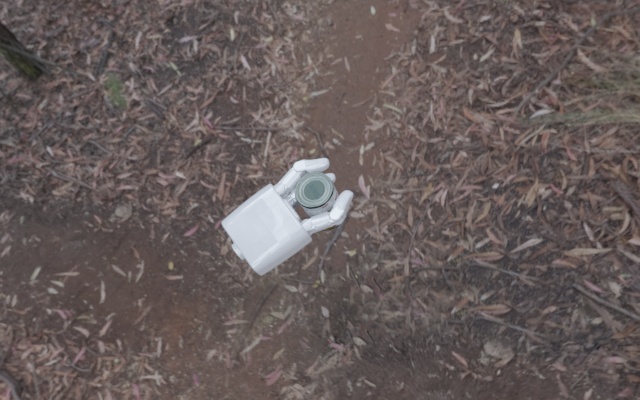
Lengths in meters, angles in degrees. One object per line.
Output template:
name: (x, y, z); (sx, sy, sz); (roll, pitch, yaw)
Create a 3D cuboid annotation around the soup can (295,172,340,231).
soup can: (0.001, 0.002, 0.821); (0.068, 0.068, 0.102); (0, -24, 15)
